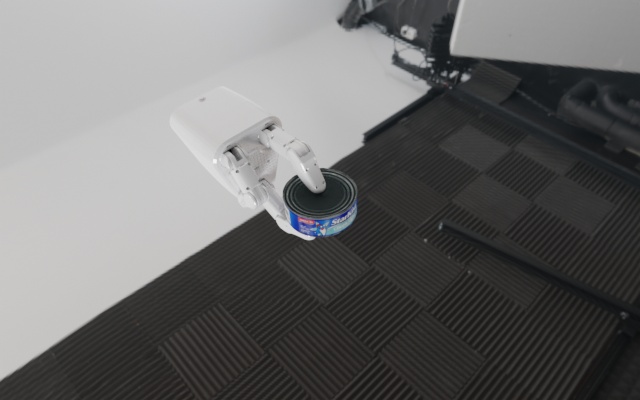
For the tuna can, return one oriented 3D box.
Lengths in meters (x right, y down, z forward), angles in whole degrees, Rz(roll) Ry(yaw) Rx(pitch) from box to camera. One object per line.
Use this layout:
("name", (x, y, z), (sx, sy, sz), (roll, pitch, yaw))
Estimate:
("tuna can", (0.000, 0.002, 0.554), (0.086, 0.034, 0.086), (-2, 43, 2))
